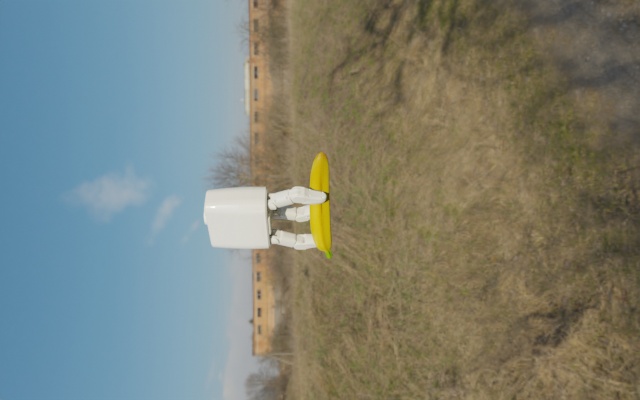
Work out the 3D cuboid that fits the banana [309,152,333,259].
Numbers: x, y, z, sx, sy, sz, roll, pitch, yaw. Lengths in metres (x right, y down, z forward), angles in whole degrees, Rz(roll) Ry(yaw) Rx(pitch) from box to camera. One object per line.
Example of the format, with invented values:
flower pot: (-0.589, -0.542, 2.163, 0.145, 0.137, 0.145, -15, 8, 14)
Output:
banana: (-0.001, 0.003, 0.854, 0.037, 0.197, 0.069, -2, -10, 3)
